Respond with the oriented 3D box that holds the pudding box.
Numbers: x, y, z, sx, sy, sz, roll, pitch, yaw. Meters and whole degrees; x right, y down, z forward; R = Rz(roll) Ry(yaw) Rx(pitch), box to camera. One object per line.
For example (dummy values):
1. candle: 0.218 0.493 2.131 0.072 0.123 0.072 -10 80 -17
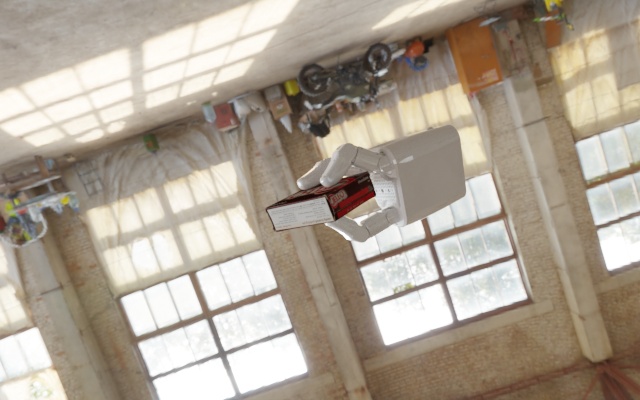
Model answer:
1. pudding box: 0.000 0.002 0.604 0.113 0.039 0.090 -15 9 44
